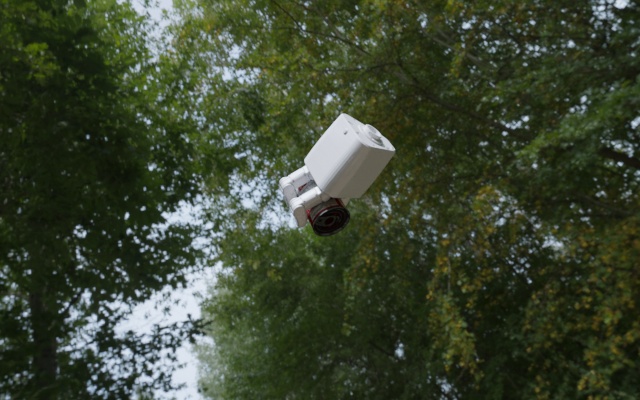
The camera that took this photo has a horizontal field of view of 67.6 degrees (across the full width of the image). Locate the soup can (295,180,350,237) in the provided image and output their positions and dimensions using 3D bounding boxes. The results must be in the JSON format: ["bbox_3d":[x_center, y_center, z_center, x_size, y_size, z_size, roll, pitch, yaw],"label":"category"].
[{"bbox_3d":[0.000,0.003,0.824,0.068,0.068,0.102,0,42,-30],"label":"soup can"}]
